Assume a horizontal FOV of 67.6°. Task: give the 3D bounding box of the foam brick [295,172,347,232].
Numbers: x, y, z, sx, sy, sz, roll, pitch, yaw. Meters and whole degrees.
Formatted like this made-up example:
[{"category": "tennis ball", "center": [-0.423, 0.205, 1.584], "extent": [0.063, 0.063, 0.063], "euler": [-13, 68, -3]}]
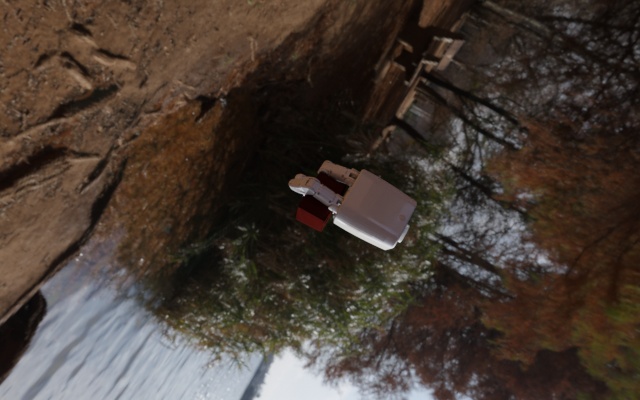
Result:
[{"category": "foam brick", "center": [0.000, 0.003, 0.793], "extent": [0.051, 0.078, 0.053], "euler": [30, -23, 5]}]
